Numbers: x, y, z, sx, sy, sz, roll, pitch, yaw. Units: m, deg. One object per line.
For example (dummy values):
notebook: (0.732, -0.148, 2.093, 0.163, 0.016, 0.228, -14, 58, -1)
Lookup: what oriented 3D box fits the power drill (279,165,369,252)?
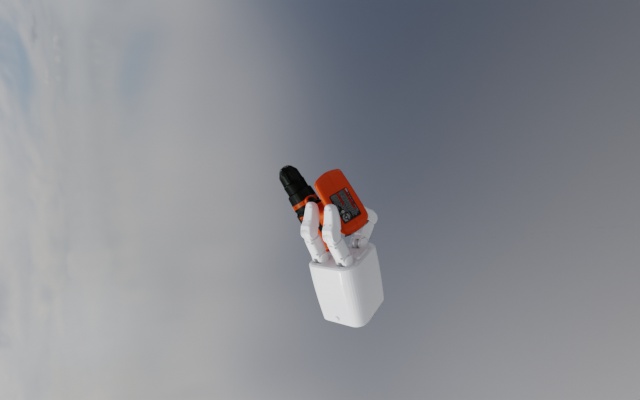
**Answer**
power drill: (0.000, 0.003, 0.838, 0.057, 0.184, 0.188, -33, 1, -19)
